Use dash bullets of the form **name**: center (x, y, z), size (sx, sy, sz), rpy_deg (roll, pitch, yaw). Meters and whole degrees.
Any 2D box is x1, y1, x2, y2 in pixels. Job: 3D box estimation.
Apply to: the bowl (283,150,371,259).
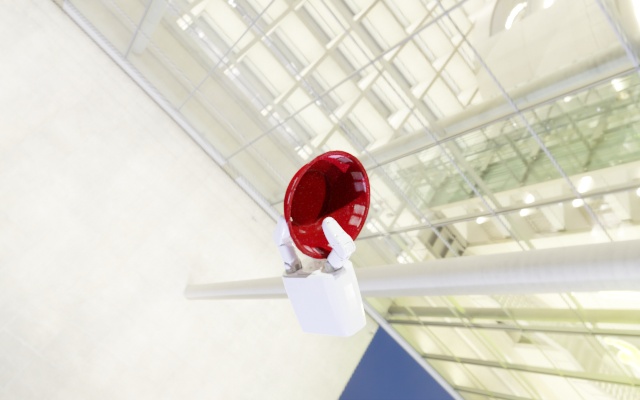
- **bowl**: center (0.000, 0.001, 0.708), size (0.162, 0.162, 0.055), rpy_deg (0, 12, -42)
